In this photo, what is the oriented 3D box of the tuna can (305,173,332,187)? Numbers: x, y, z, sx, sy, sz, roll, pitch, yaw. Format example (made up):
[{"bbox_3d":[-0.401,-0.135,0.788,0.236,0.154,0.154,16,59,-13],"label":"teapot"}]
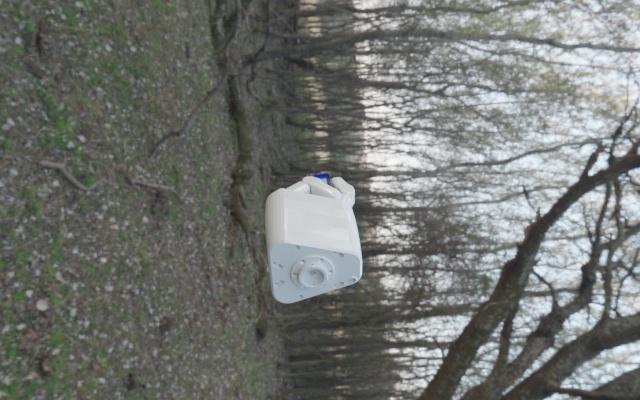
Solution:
[{"bbox_3d":[0.001,0.002,0.704,0.034,0.086,0.086,-8,0,-4],"label":"tuna can"}]
